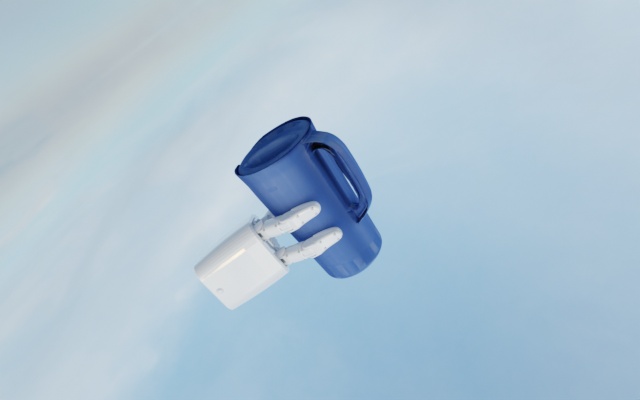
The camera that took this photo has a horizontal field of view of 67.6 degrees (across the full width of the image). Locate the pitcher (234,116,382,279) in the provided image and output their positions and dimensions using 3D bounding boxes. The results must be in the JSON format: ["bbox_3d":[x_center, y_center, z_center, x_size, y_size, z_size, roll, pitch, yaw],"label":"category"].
[{"bbox_3d":[0.000,0.002,0.719,0.145,0.243,0.149,-37,26,0],"label":"pitcher"}]
